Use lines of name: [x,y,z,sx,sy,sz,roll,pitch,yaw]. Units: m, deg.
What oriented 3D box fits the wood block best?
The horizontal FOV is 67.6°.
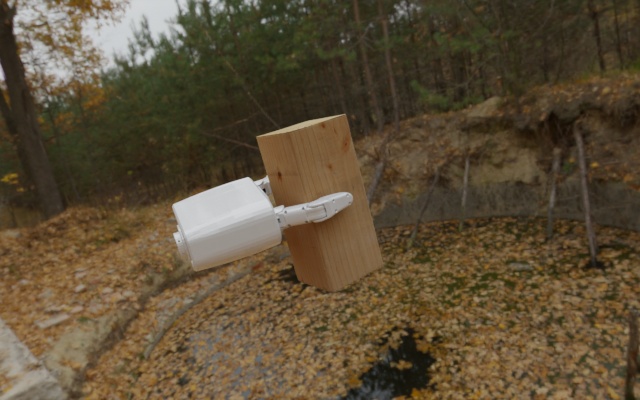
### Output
wood block: [0.000,0.002,0.628,0.090,0.206,0.091,-23,15,-30]
